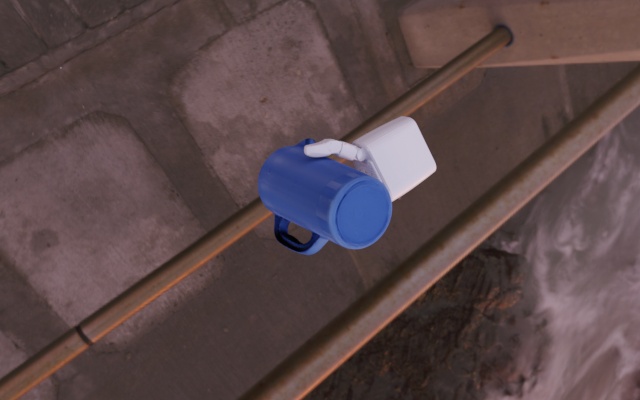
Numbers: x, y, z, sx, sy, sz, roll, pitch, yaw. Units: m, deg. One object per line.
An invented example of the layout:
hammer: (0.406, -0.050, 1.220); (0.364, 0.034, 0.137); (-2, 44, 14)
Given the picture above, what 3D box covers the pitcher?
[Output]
pitcher: (0.000, 0.002, 0.768); (0.145, 0.149, 0.242); (-30, 26, -19)
